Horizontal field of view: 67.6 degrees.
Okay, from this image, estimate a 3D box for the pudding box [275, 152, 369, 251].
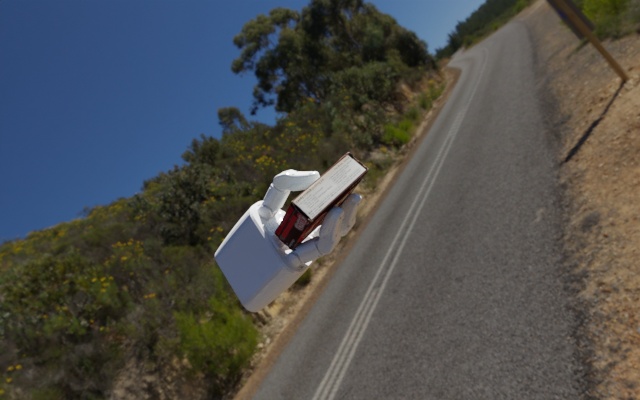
[{"bbox_3d":[0.000,0.002,0.593,0.113,0.039,0.090,-44,-6,-32],"label":"pudding box"}]
